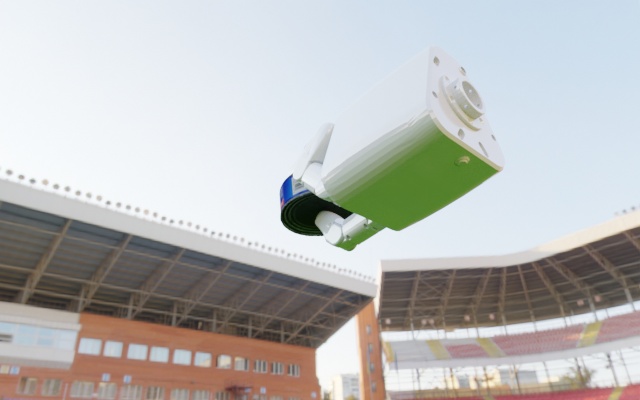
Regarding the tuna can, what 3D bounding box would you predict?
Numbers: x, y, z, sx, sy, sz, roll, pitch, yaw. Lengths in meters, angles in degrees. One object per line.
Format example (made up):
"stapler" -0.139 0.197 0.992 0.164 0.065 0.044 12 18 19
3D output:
"tuna can" 0.000 0.001 0.495 0.086 0.033 0.086 -5 -34 -3
